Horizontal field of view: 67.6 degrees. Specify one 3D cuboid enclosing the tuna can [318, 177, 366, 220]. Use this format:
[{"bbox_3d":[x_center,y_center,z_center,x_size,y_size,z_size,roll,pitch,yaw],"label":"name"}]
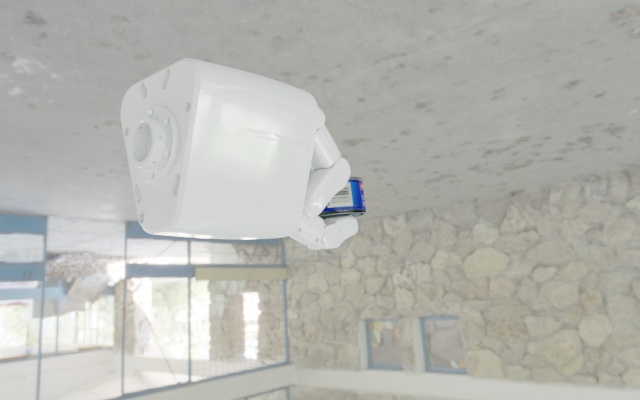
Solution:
[{"bbox_3d":[0.000,0.002,0.456,0.086,0.033,0.086,-7,-6,-1],"label":"tuna can"}]
